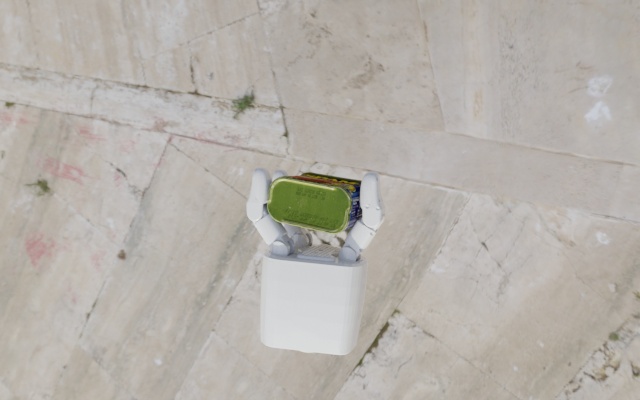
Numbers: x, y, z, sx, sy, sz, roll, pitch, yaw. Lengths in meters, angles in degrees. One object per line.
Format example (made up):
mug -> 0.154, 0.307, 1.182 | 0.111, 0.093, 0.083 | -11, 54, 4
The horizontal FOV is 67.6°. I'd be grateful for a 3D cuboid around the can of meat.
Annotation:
can of meat -> 0.000, 0.002, 0.548 | 0.102, 0.057, 0.084 | 11, 9, 20
